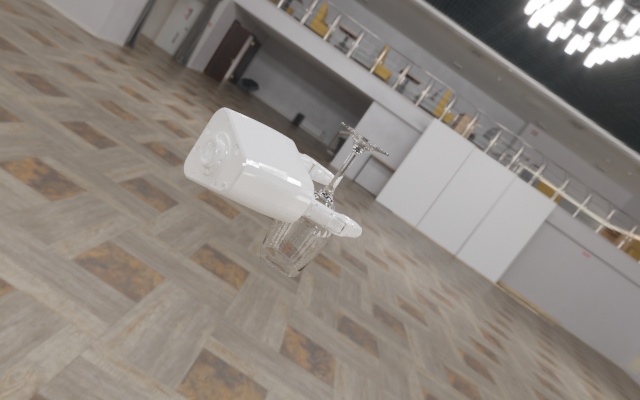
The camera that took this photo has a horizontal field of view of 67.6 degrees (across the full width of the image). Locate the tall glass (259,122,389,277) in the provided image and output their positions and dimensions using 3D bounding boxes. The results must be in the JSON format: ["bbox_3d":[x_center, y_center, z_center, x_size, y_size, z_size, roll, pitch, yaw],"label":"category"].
[{"bbox_3d":[0.001,0.002,0.618,0.079,0.201,0.079,34,10,-7],"label":"tall glass"}]
